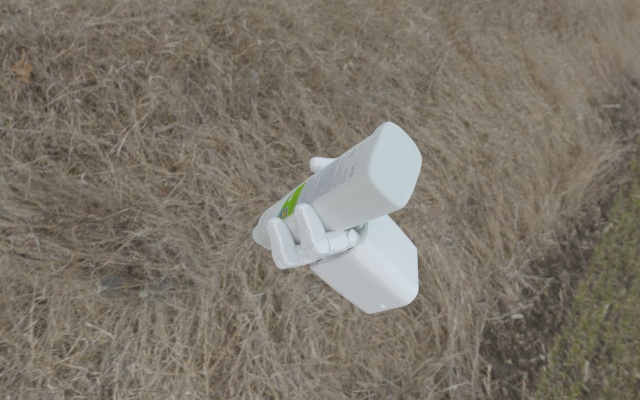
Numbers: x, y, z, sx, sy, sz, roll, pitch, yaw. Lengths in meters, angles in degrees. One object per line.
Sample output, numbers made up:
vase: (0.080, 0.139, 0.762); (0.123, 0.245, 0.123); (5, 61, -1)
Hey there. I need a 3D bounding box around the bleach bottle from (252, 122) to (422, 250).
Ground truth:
bleach bottle: (0.000, 0.002, 0.582); (0.068, 0.102, 0.251); (43, -42, -19)
